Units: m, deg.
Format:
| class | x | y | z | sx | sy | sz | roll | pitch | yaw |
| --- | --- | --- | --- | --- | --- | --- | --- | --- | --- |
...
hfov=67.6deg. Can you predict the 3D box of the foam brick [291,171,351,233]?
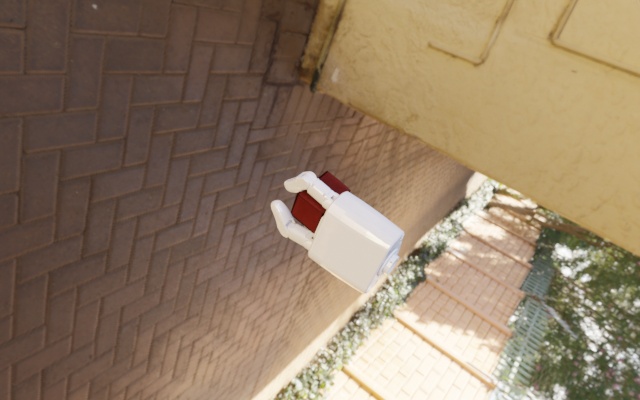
| class | x | y | z | sx | sy | sz | roll | pitch | yaw |
| --- | --- | --- | --- | --- | --- | --- | --- | --- | --- |
| foam brick | 0.000 | 0.002 | 0.742 | 0.051 | 0.053 | 0.078 | 38 | 49 | 15 |
